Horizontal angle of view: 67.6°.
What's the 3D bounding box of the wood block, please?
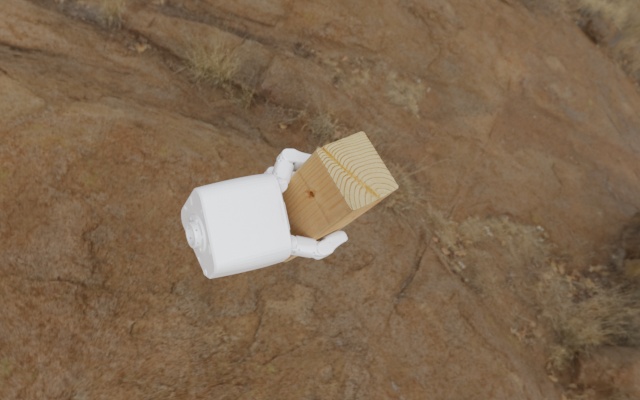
[{"bbox_3d":[0.000,0.003,0.674,0.090,0.091,0.206,-25,-9,-36],"label":"wood block"}]
